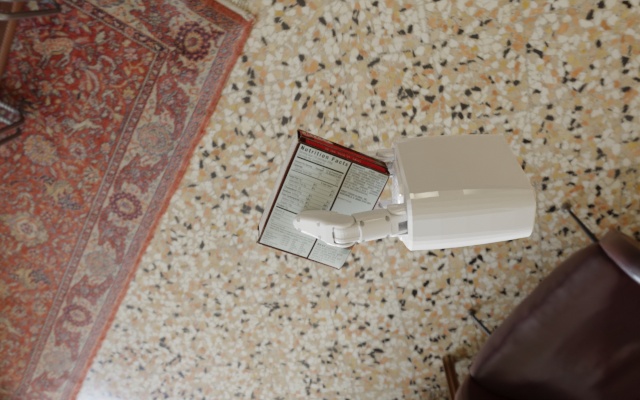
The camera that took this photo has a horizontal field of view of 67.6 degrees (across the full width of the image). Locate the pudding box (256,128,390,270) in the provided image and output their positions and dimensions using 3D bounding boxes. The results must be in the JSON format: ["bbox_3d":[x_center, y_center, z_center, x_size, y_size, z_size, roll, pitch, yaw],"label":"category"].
[{"bbox_3d":[0.000,0.002,0.446,0.090,0.113,0.039,20,21,-12],"label":"pudding box"}]
